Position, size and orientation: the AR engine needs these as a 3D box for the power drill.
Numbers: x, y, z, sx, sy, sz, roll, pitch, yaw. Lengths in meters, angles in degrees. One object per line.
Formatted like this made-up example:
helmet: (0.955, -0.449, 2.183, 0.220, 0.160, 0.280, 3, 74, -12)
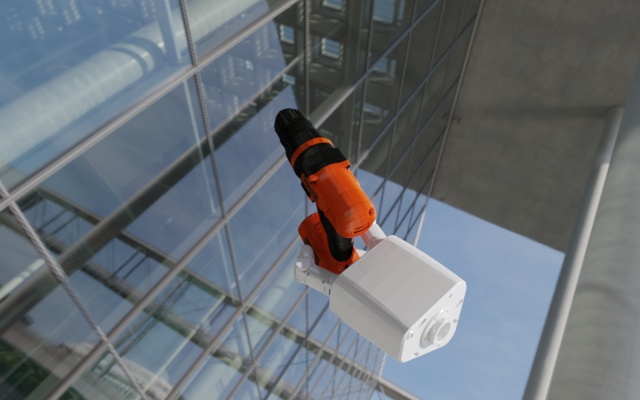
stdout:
power drill: (0.000, 0.002, 0.578, 0.057, 0.184, 0.188, -24, -33, -12)
